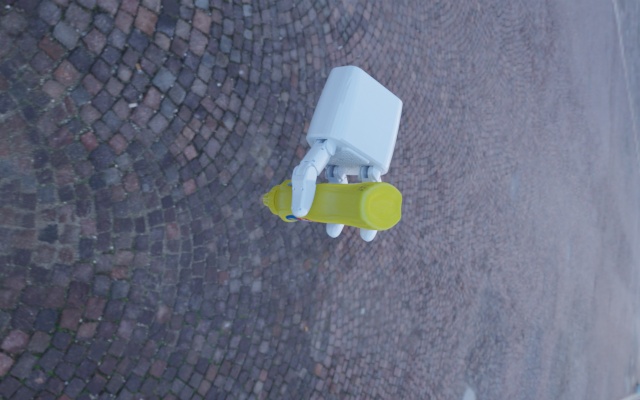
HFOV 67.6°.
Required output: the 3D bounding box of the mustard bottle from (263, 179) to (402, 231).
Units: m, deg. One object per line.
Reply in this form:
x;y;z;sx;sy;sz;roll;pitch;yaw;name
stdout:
0.000;0.002;0.615;0.191;0.058;0.096;4;3;37;mustard bottle
